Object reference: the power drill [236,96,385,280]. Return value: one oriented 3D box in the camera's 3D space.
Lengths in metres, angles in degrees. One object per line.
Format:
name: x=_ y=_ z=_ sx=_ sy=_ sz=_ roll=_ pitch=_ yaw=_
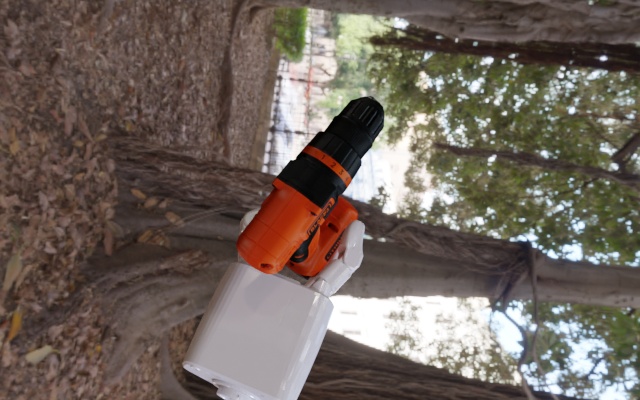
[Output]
power drill: x=0.000 y=0.002 z=0.483 sx=0.057 sy=0.184 sz=0.188 roll=36 pitch=-11 yaw=15
